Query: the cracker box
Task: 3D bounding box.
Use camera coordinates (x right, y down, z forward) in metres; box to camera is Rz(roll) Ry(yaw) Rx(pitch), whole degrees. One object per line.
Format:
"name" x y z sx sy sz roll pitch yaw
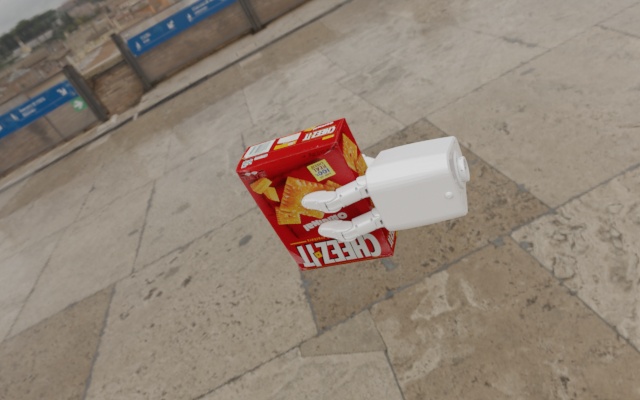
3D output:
"cracker box" 0.000 0.002 0.705 0.164 0.214 0.072 -13 35 26
